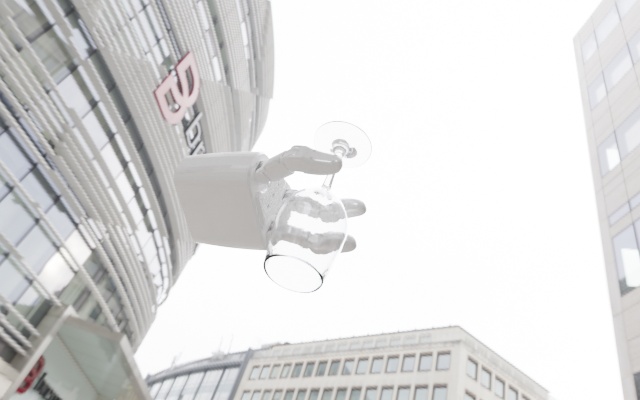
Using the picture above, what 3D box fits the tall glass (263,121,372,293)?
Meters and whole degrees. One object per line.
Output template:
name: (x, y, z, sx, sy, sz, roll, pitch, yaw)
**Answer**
tall glass: (0.000, 0.001, 0.527, 0.079, 0.201, 0.079, 12, -41, 10)
